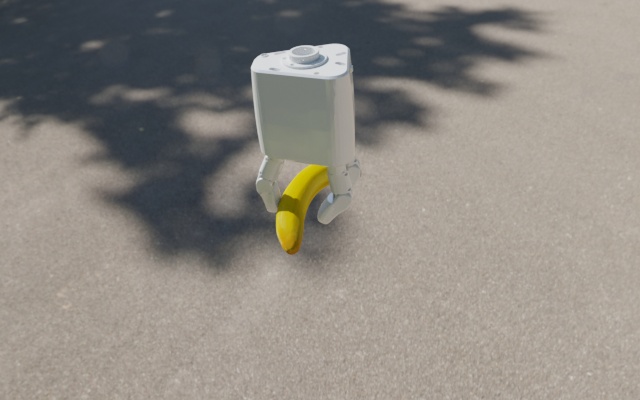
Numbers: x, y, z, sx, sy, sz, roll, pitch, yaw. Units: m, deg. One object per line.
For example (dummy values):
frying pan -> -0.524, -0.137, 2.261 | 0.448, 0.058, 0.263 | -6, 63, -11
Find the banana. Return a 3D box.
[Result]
banana -> -0.015, -0.005, 0.635 | 0.069, 0.037, 0.197 | 18, 43, 22
